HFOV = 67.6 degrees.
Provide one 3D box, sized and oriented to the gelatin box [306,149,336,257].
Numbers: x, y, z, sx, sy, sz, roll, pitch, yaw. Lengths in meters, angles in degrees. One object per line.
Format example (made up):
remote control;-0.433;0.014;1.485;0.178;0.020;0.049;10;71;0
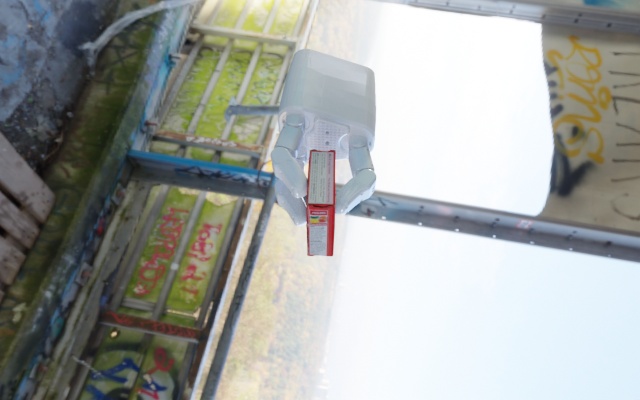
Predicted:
gelatin box;0.001;0.002;0.494;0.030;0.073;0.089;1;43;0
